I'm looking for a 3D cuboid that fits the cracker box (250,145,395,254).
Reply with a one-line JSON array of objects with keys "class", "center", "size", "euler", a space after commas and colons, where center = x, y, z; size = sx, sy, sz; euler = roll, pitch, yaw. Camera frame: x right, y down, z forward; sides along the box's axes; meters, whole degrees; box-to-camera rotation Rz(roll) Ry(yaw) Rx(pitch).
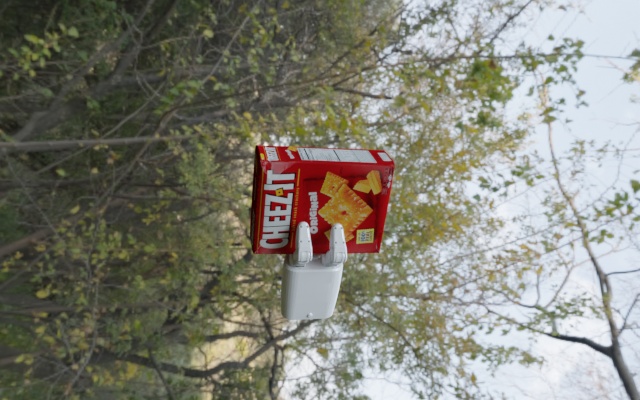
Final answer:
[{"class": "cracker box", "center": [0.000, 0.002, 0.764], "size": [0.214, 0.164, 0.072], "euler": [1, 26, -14]}]
